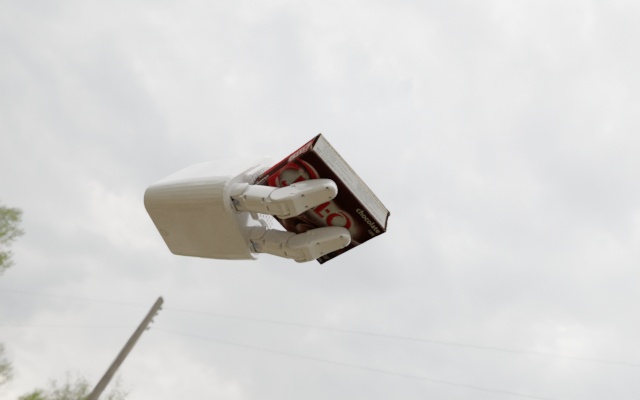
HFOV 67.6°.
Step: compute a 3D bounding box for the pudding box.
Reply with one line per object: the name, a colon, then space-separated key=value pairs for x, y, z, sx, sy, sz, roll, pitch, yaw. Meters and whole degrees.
pudding box: x=0.000 y=0.001 z=0.475 sx=0.090 sy=0.113 sz=0.039 roll=-31 pitch=23 yaw=35
